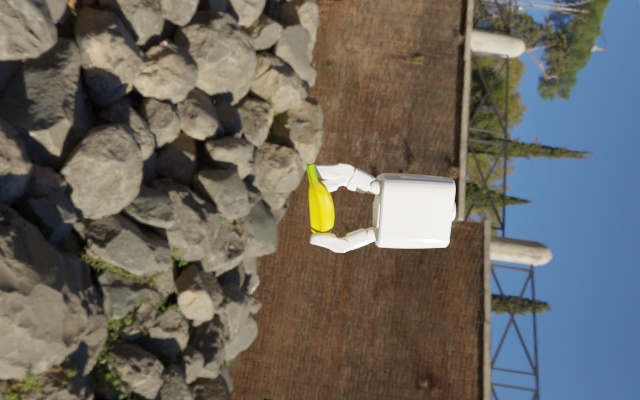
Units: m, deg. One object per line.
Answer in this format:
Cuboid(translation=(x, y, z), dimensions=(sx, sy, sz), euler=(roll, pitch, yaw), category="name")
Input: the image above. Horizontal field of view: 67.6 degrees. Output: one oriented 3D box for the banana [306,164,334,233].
Cuboid(translation=(0.001, 0.018, 0.737), dimensions=(0.037, 0.069, 0.198), euler=(-4, -25, -1), category="banana")
